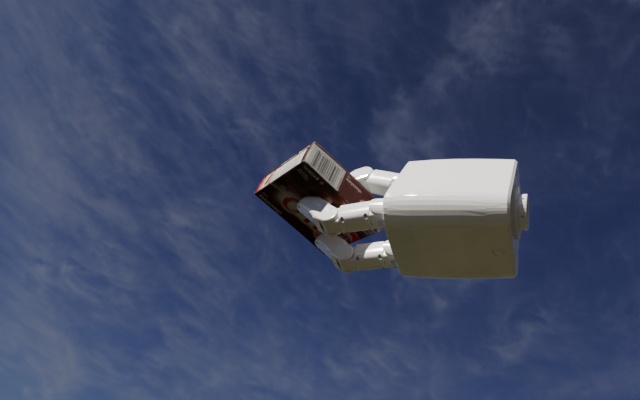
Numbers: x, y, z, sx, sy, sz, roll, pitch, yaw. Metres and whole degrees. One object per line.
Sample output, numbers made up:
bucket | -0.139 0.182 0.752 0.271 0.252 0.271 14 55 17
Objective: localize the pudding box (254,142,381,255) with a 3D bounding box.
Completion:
pudding box | 0.000 0.002 0.510 0.113 0.039 0.090 44 -44 -17
